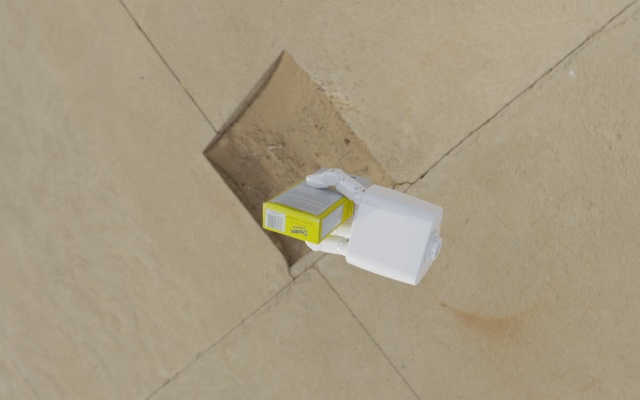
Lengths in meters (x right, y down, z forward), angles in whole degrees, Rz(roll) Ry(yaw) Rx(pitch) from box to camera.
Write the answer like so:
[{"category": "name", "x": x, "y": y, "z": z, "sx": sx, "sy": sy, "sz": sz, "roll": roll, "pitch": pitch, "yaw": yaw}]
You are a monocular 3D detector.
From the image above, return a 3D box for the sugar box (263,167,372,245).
[{"category": "sugar box", "x": 0.000, "y": 0.003, "z": 0.717, "sx": 0.093, "sy": 0.048, "sz": 0.176, "roll": 16, "pitch": 25, "yaw": 25}]
